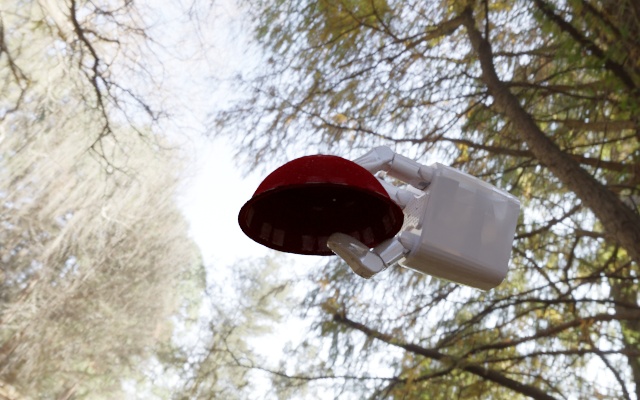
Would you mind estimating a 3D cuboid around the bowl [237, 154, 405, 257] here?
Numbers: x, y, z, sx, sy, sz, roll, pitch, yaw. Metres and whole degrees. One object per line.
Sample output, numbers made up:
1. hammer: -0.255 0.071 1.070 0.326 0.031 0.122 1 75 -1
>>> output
1. bowl: -0.001 0.001 0.475 0.162 0.055 0.162 0 -28 0
